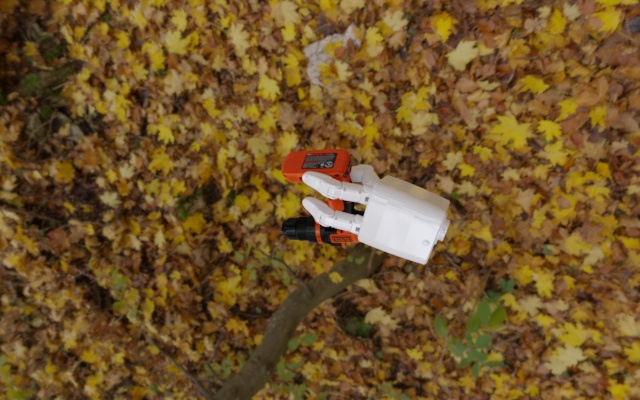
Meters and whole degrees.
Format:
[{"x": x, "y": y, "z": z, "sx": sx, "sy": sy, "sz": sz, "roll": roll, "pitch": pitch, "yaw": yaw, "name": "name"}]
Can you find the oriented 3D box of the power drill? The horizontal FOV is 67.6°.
[{"x": 0.000, "y": 0.002, "z": 0.783, "sx": 0.184, "sy": 0.057, "sz": 0.188, "roll": -2, "pitch": -42, "yaw": 18, "name": "power drill"}]
